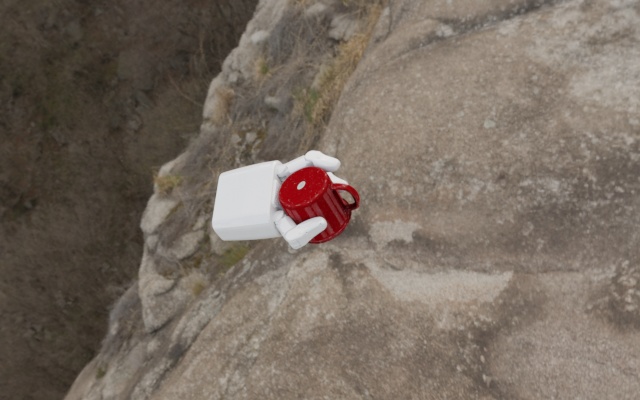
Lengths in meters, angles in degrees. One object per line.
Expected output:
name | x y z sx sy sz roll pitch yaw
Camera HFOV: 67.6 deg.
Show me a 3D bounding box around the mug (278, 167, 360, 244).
mug | 0.001 0.002 0.707 0.117 0.093 0.081 -9 -44 23
